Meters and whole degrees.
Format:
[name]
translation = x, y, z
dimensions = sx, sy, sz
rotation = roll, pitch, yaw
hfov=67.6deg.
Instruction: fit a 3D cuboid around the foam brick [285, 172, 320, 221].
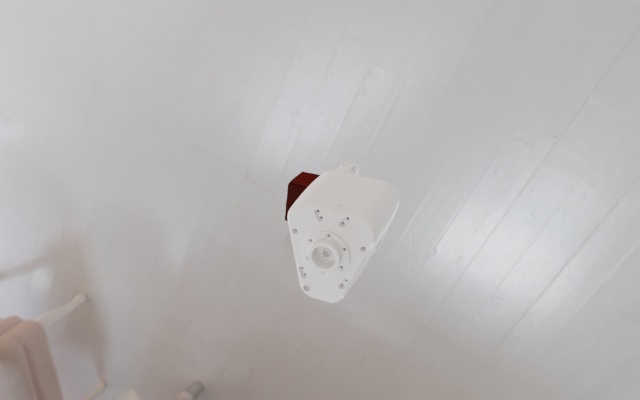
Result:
[foam brick]
translation = 0.000, 0.002, 0.603
dimensions = 0.078, 0.053, 0.051
rotation = 14, 25, 15
